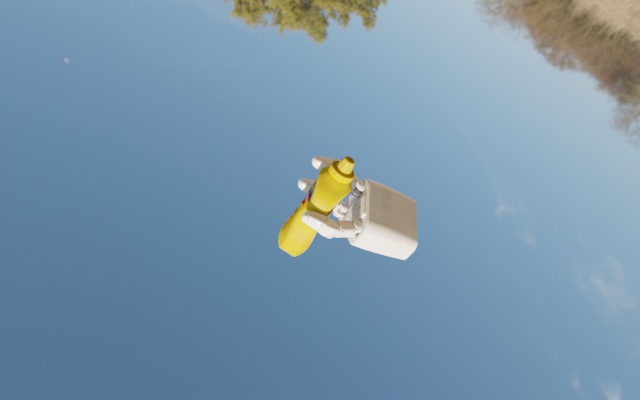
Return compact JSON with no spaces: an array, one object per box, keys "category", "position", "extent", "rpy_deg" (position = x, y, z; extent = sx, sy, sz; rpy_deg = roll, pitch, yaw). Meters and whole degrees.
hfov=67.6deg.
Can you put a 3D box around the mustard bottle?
[{"category":"mustard bottle","position":[0.000,0.003,0.782],"extent":[0.058,0.192,0.096],"rpy_deg":[35,35,-2]}]
